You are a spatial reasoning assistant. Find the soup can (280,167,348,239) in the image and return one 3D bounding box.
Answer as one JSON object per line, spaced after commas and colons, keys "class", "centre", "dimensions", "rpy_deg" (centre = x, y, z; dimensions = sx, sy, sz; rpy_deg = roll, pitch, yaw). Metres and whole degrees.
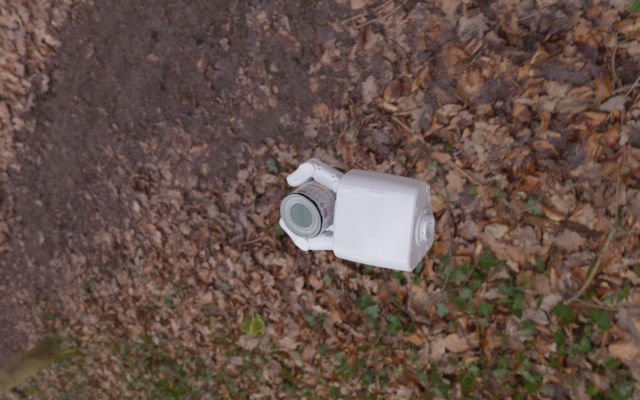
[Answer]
{"class": "soup can", "centre": [0.000, 0.002, 0.663], "dimensions": [0.068, 0.068, 0.102], "rpy_deg": [0, 23, 35]}
